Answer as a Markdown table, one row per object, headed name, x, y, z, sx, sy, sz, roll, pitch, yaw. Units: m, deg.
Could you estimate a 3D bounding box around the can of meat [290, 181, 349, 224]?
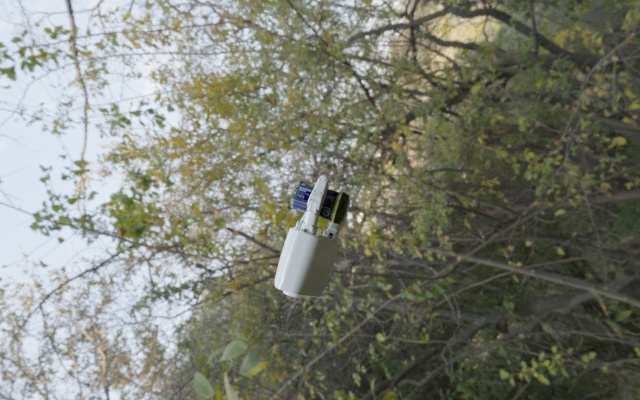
| name | x | y | z | sx | sy | sz | roll | pitch | yaw |
| --- | --- | --- | --- | --- | --- | --- | --- | --- | --- |
| can of meat | 0.000 | 0.003 | 0.866 | 0.084 | 0.057 | 0.102 | 17 | -1 | 12 |
